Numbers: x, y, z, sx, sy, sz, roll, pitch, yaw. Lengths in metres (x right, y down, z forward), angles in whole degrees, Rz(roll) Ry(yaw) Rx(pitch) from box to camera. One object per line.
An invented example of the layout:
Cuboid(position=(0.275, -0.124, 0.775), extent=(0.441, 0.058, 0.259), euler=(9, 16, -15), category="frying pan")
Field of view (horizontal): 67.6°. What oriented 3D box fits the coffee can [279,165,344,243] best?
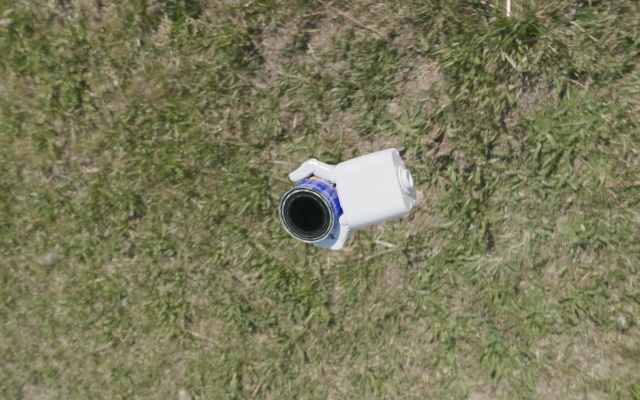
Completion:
Cuboid(position=(0.000, 0.003, 0.869), extent=(0.103, 0.103, 0.140), euler=(0, 19, 22), category="coffee can")
